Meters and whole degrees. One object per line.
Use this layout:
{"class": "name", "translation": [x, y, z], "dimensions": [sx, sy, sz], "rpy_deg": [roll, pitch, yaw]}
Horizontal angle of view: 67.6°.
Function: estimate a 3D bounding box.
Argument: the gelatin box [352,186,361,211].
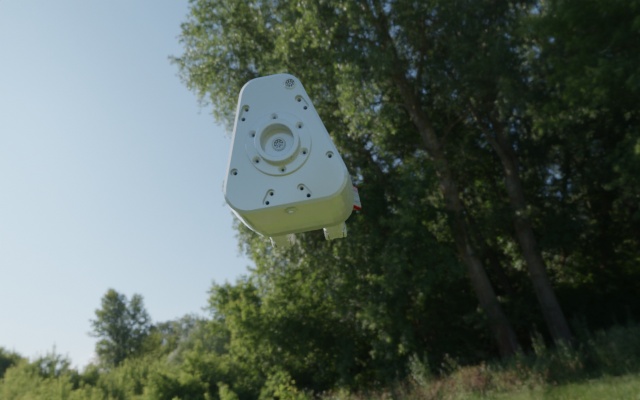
{"class": "gelatin box", "translation": [0.000, 0.001, 0.533], "dimensions": [0.073, 0.030, 0.089], "rpy_deg": [-14, -8, 15]}
